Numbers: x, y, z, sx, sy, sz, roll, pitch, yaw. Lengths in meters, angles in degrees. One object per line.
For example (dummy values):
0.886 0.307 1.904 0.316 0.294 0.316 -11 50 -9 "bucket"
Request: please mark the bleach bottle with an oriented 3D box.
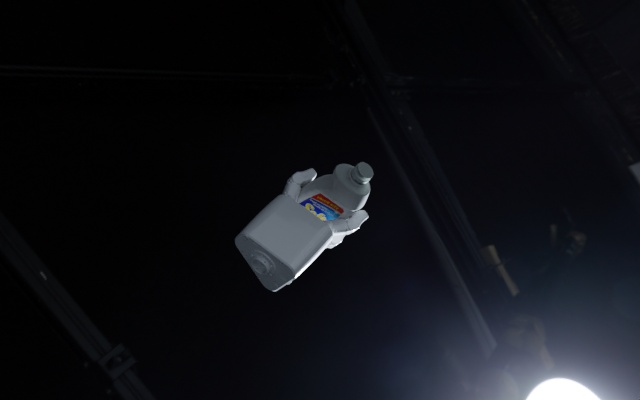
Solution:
0.000 0.003 0.820 0.068 0.102 0.251 -45 3 -42 "bleach bottle"
